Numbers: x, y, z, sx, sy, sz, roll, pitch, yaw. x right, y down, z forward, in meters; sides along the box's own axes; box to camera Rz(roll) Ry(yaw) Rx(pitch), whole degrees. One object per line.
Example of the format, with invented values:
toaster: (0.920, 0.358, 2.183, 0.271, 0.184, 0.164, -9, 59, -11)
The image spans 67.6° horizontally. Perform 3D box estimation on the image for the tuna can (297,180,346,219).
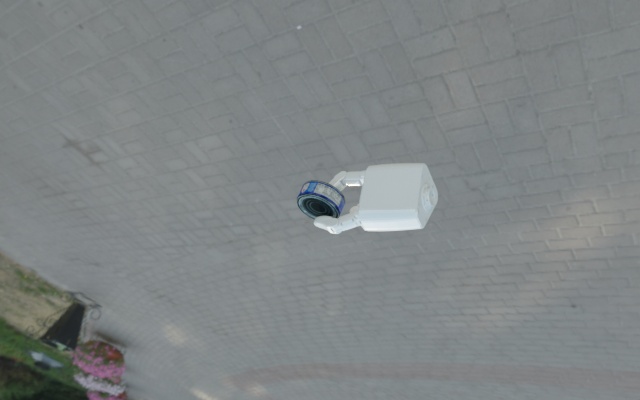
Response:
tuna can: (0.000, 0.003, 0.874, 0.086, 0.033, 0.086, 18, -32, 11)
